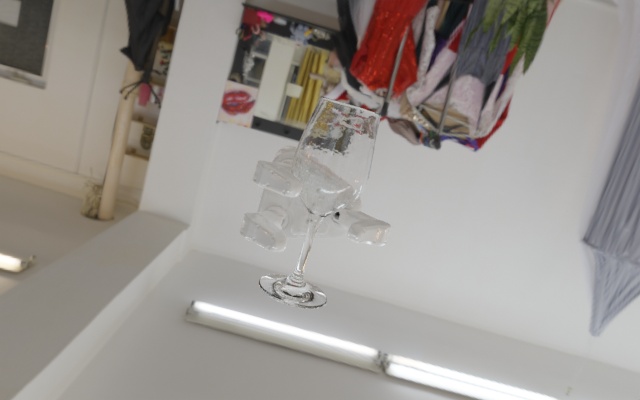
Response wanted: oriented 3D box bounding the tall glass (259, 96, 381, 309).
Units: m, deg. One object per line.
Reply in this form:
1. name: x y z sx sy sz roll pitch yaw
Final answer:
1. tall glass: 0.000 0.002 0.481 0.079 0.201 0.079 17 11 -3
